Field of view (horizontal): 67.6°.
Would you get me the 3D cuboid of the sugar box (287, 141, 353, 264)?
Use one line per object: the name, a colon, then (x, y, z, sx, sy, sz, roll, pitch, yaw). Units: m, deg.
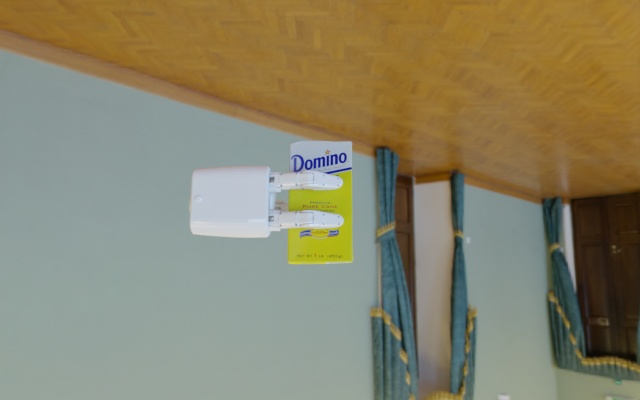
sugar box: (0.000, 0.002, 0.689, 0.093, 0.176, 0.048, 0, -10, 0)
